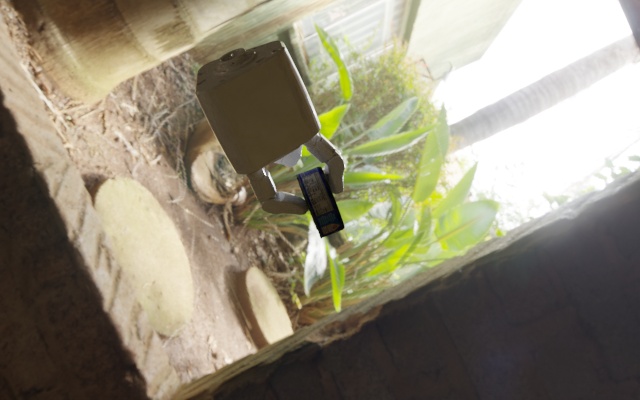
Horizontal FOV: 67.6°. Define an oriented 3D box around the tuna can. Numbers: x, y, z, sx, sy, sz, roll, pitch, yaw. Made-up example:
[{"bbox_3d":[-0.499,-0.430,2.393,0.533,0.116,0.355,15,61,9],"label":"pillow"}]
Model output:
[{"bbox_3d":[0.001,0.002,0.593,0.034,0.086,0.086,-21,0,-1],"label":"tuna can"}]
